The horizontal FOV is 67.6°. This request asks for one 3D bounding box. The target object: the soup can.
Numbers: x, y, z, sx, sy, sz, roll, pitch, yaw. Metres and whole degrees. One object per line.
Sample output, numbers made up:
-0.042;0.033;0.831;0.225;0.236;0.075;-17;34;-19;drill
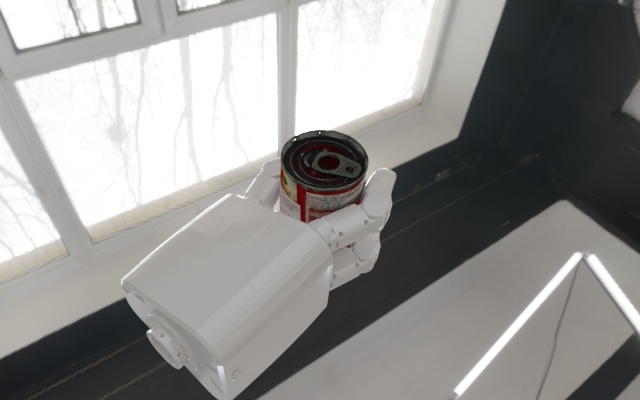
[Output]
0.000;0.001;0.402;0.068;0.068;0.102;0;-42;-5;soup can
